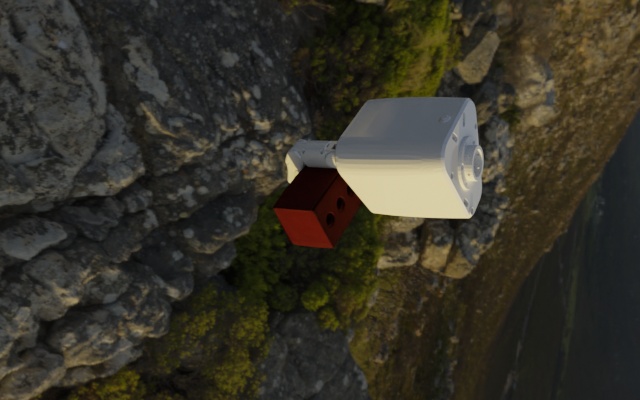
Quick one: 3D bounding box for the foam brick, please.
[{"bbox_3d":[0.000,0.002,0.478,0.051,0.053,0.078,5,46,36],"label":"foam brick"}]
